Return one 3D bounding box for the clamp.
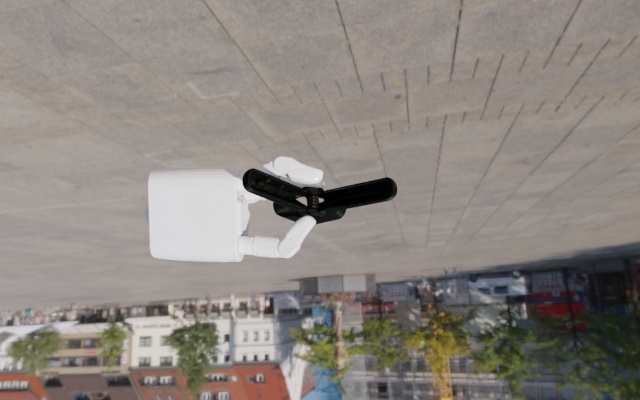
[{"bbox_3d":[0.000,0.003,0.588,0.164,0.036,0.210,3,-13,0],"label":"clamp"}]
